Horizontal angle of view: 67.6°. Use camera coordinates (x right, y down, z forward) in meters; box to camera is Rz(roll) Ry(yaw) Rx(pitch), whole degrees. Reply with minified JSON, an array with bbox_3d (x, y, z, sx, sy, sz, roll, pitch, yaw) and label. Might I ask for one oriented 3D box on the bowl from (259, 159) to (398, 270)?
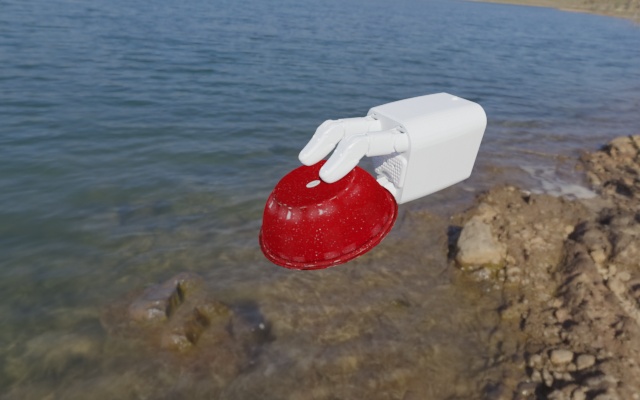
[{"bbox_3d":[-0.001,0.002,0.523,0.162,0.055,0.162,-14,33,9],"label":"bowl"}]
